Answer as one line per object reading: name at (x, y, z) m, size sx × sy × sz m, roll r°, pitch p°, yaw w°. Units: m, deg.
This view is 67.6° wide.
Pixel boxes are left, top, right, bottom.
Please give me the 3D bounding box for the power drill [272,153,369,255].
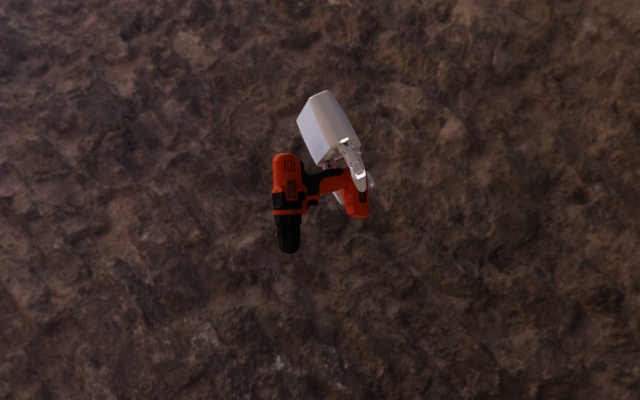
power drill at (0.001, 0.003, 0.896) m, size 0.187 × 0.184 × 0.057 m, roll -3°, pitch 2°, yaw -28°
